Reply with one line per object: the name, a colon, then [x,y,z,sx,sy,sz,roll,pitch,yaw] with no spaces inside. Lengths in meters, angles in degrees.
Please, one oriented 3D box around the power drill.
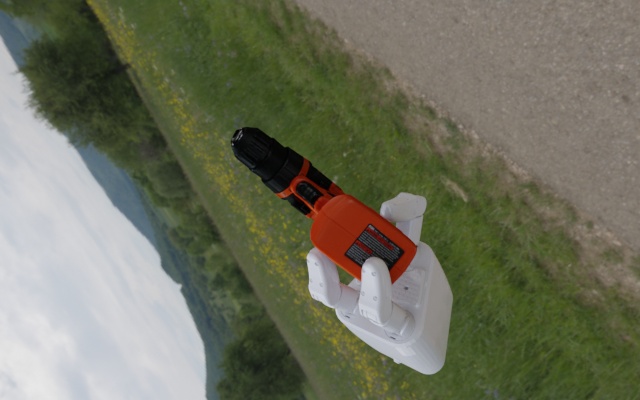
power drill: [0.000,0.002,0.477,0.184,0.057,0.187,35,5,-28]
